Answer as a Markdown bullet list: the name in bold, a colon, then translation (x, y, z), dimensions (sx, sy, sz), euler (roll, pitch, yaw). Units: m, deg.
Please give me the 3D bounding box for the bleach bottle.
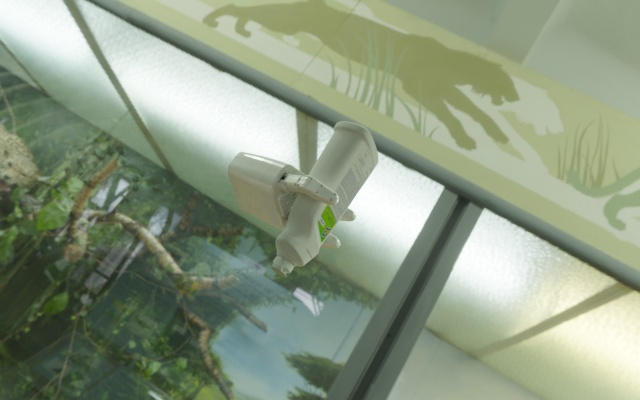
- **bleach bottle**: translation (0.000, 0.002, 0.738), dimensions (0.068, 0.250, 0.103), euler (20, -25, 32)
